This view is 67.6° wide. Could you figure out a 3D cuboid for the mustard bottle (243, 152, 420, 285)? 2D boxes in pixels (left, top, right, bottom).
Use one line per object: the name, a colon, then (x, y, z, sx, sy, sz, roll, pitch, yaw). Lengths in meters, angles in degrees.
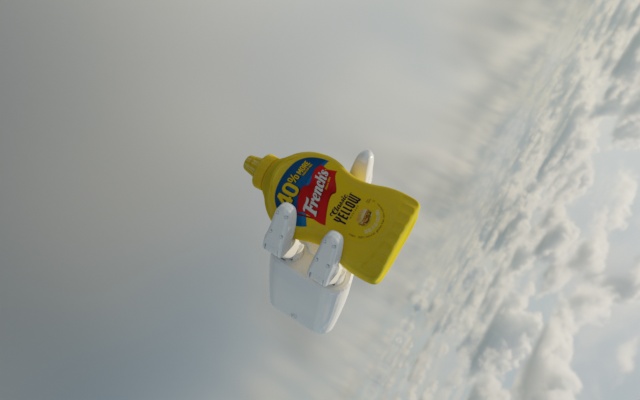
mustard bottle: (0.000, 0.002, 0.504, 0.191, 0.096, 0.058, 29, -15, 16)
